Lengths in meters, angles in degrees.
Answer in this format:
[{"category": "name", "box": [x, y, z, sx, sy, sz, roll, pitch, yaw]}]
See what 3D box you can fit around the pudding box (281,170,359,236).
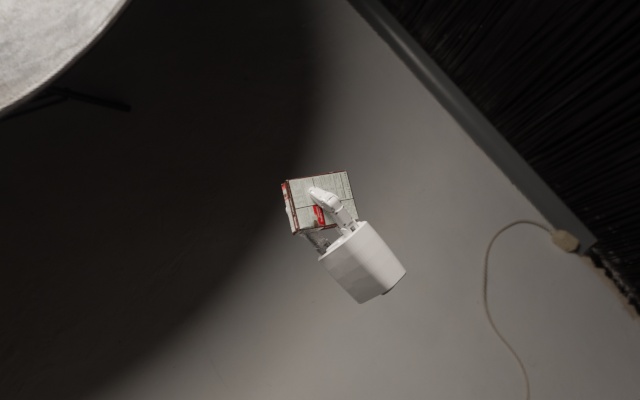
[{"category": "pudding box", "box": [0.000, 0.003, 0.798, 0.113, 0.090, 0.039, -10, -11, -22]}]
